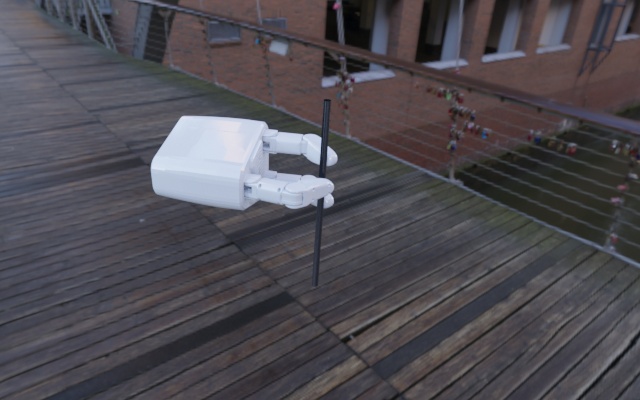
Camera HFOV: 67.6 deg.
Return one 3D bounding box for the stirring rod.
[{"bbox_3d":[0.000,0.002,0.552,0.011,0.240,0.011,3,28,-2],"label":"stirring rod"}]
